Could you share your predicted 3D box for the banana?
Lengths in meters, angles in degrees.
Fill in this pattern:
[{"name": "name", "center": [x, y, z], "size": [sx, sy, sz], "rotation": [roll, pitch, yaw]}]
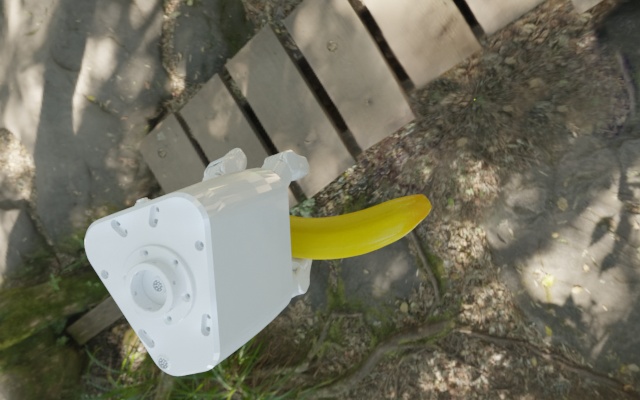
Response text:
[{"name": "banana", "center": [-0.004, 0.019, 0.424], "size": [0.198, 0.069, 0.037], "rotation": [7, 10, 19]}]
